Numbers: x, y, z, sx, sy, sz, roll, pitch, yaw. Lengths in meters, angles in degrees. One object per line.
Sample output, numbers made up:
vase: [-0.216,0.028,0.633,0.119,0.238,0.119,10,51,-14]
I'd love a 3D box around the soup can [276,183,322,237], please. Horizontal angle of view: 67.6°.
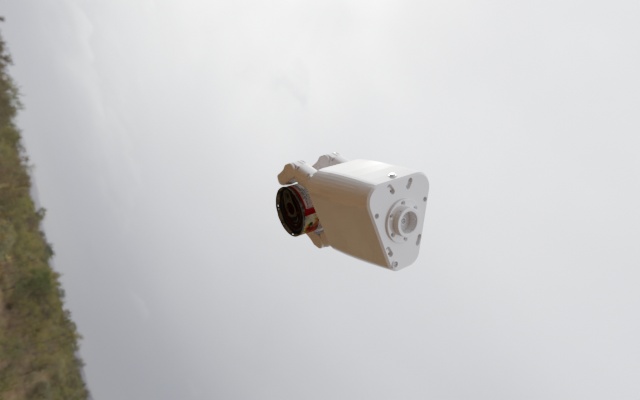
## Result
soup can: [0.000,0.002,0.645,0.102,0.068,0.068,-17,9,-32]
